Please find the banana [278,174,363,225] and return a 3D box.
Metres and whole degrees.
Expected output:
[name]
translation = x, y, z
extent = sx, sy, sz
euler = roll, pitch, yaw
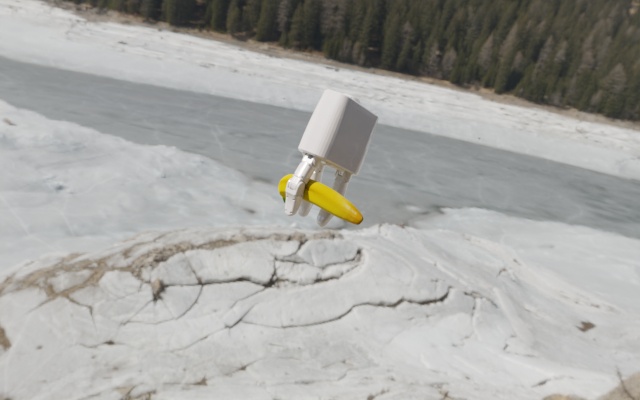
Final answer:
[banana]
translation = -0.012, -0.008, 0.770
extent = 0.197, 0.037, 0.070
euler = 18, -21, 49
